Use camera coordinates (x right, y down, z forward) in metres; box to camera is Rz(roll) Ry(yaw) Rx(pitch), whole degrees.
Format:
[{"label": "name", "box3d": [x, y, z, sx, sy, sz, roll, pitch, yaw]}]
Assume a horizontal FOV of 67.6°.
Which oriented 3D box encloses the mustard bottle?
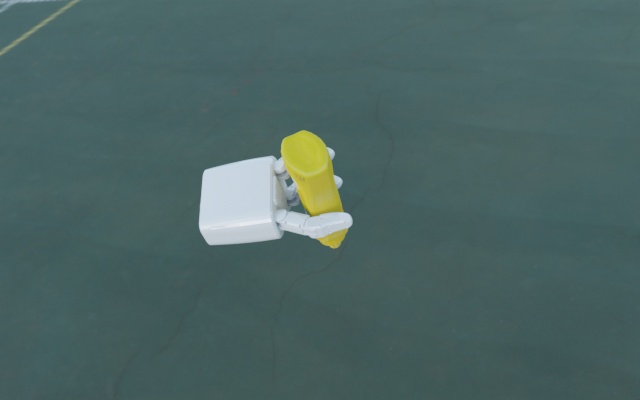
[{"label": "mustard bottle", "box3d": [0.000, 0.002, 0.669, 0.058, 0.192, 0.096, -25, 44, -8]}]
